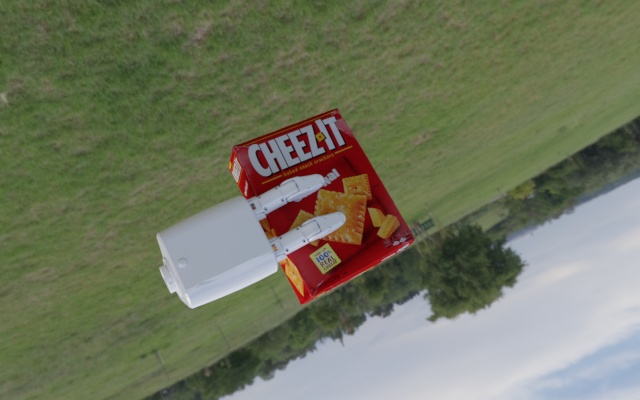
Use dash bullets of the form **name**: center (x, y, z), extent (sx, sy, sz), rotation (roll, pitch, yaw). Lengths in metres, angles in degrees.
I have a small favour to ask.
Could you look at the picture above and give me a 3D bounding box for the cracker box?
- **cracker box**: center (0.000, 0.002, 0.629), extent (0.164, 0.213, 0.072), rotation (-24, -12, -23)
